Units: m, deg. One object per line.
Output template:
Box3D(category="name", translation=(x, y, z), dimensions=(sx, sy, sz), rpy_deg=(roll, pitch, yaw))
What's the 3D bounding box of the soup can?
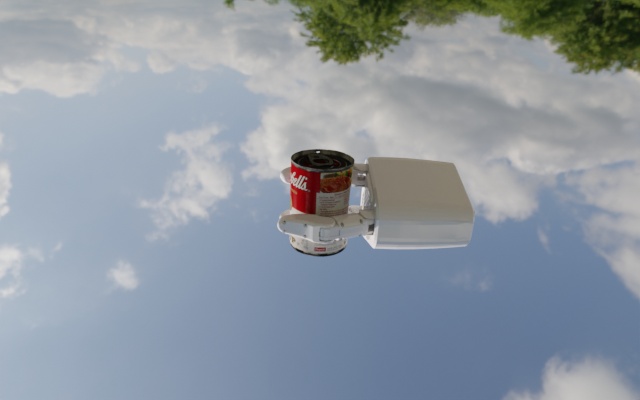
Box3D(category="soup can", translation=(0.000, 0.002, 0.526), dimensions=(0.068, 0.102, 0.068), rpy_deg=(2, 24, -1))
